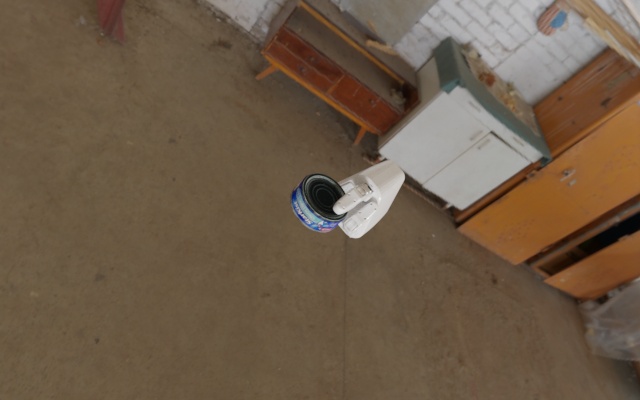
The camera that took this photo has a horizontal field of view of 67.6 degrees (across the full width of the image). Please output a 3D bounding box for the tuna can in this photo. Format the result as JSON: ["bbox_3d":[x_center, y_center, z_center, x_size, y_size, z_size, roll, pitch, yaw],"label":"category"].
[{"bbox_3d":[0.000,0.002,0.708,0.086,0.086,0.034,0,-30,-39],"label":"tuna can"}]
